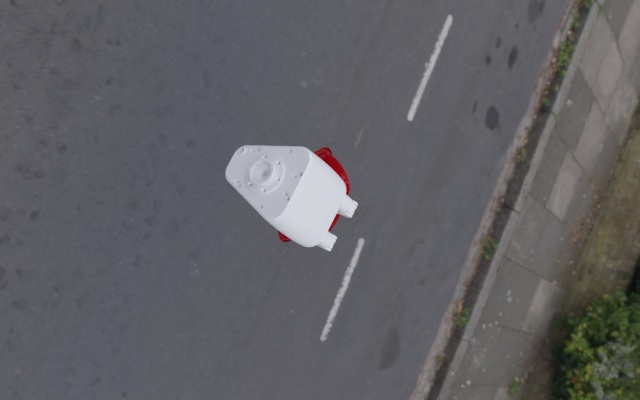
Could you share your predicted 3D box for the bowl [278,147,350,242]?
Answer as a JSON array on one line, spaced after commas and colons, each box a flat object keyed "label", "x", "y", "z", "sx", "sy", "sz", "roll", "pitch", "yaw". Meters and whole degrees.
[{"label": "bowl", "x": 0.001, "y": 0.003, "z": 0.734, "sx": 0.055, "sy": 0.162, "sz": 0.162, "roll": 26, "pitch": 7, "yaw": 15}]
